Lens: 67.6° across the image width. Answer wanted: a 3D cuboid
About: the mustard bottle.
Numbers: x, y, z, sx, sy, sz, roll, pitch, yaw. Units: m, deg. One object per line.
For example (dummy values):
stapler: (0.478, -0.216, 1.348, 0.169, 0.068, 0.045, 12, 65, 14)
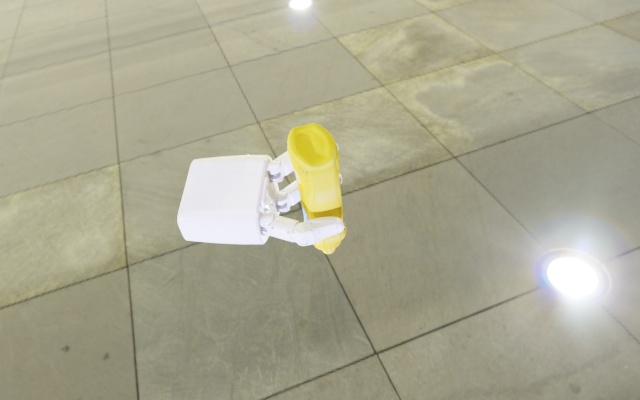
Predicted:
mustard bottle: (0.000, 0.002, 0.627, 0.058, 0.192, 0.096, -16, 43, -8)
